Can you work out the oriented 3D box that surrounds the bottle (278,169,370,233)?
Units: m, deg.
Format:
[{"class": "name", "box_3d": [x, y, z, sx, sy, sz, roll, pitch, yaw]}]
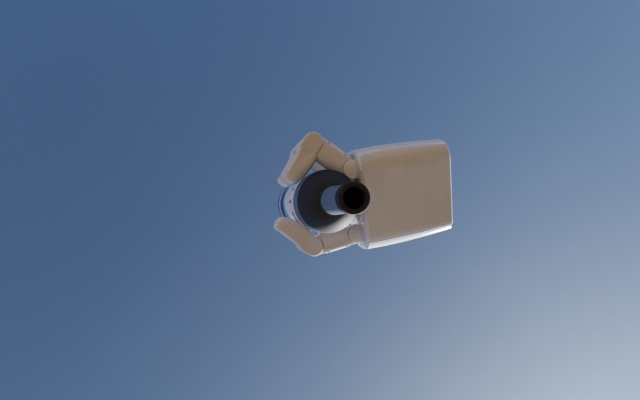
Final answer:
[{"class": "bottle", "box_3d": [0.000, 0.002, 0.532, 0.069, 0.069, 0.296, 0, -1, -11]}]
